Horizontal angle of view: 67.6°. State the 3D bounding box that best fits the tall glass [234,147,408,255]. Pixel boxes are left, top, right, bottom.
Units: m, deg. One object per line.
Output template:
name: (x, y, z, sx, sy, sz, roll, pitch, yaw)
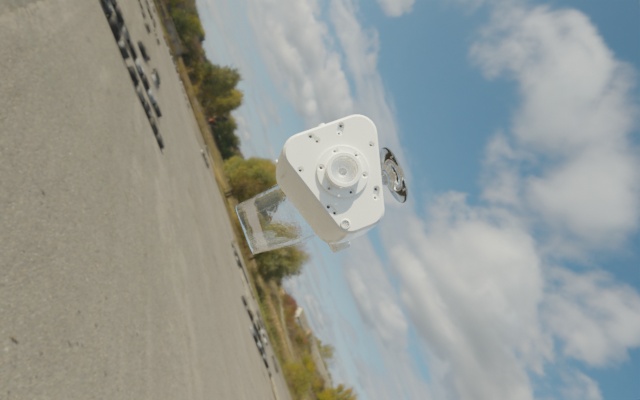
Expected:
tall glass: (0.001, 0.002, 0.584, 0.201, 0.079, 0.079, -20, 3, -9)
